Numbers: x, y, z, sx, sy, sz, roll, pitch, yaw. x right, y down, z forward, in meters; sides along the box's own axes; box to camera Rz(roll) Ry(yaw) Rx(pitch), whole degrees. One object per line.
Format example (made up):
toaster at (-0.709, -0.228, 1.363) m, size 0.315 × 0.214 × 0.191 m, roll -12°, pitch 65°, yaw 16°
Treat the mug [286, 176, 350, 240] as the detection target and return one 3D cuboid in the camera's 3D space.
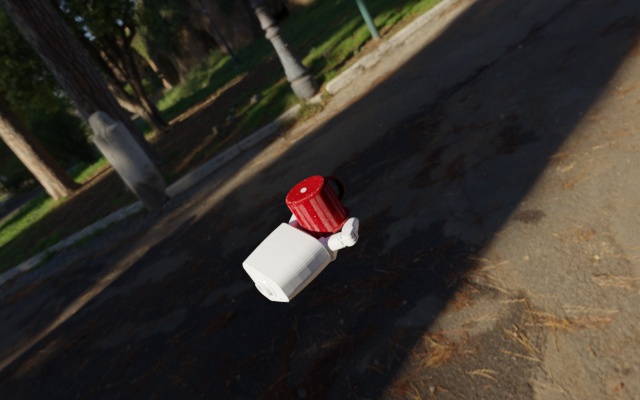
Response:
mug at (0.001, 0.002, 0.846) m, size 0.117 × 0.081 × 0.093 m, roll -45°, pitch 27°, yaw -26°
